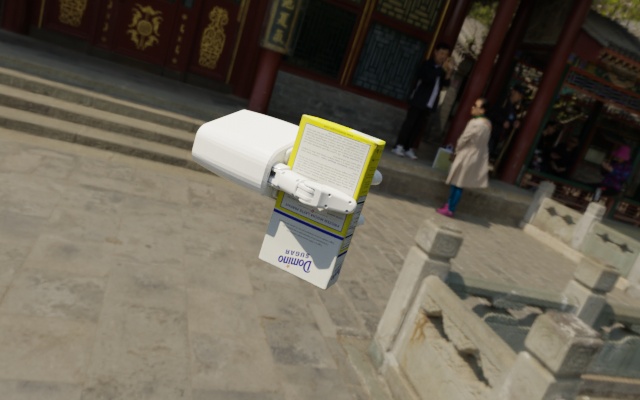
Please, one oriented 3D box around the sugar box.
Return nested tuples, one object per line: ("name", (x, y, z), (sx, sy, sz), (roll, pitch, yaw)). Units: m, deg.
("sugar box", (0.000, 0.002, 0.545), (0.093, 0.176, 0.048), (23, 15, 18))
